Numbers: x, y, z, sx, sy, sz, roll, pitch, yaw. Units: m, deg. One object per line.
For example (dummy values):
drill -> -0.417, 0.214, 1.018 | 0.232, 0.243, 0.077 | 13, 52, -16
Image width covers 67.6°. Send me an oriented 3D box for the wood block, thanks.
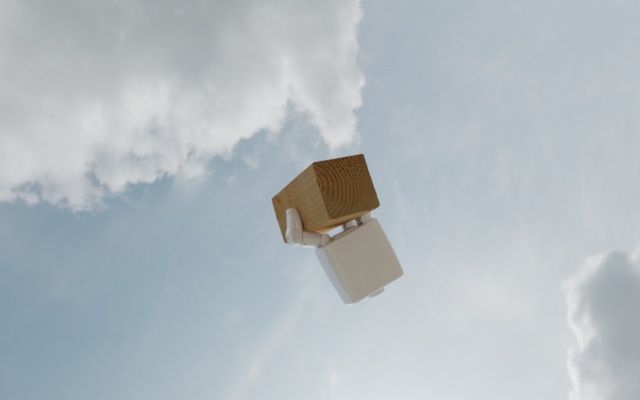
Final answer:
wood block -> 0.000, 0.003, 0.793 | 0.091, 0.090, 0.206 | -13, -9, -26
